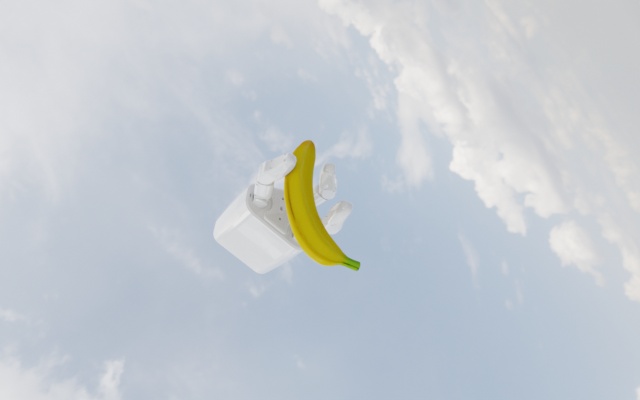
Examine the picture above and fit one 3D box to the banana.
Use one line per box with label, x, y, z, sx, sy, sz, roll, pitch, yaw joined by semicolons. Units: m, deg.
banana;-0.014;0.004;0.606;0.069;0.197;0.037;2;-32;-38
